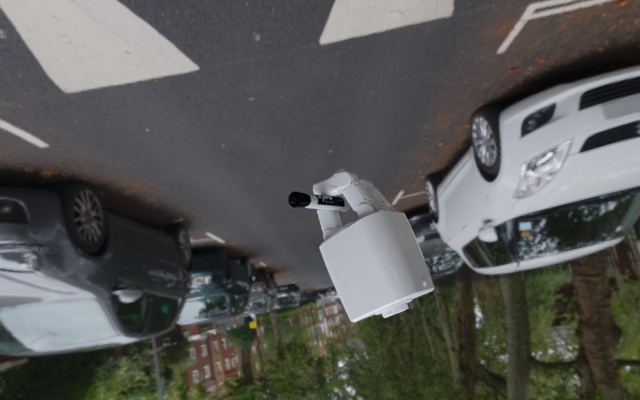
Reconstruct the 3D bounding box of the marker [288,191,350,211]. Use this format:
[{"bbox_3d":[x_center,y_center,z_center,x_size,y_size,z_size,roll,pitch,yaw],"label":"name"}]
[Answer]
[{"bbox_3d":[0.000,0.002,0.591,0.020,0.020,0.121,0,-3,32],"label":"marker"}]
